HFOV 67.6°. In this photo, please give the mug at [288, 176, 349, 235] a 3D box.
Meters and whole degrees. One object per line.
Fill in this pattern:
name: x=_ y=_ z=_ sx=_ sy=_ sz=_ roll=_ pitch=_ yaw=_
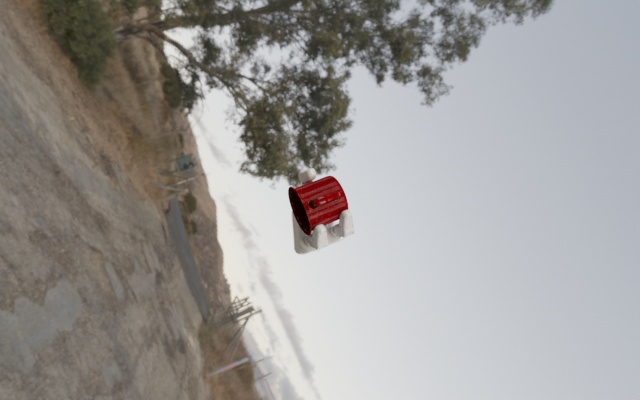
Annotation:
mug: x=0.001 y=0.002 z=0.845 sx=0.081 sy=0.093 sz=0.117 roll=-22 pitch=-5 yaw=-17
